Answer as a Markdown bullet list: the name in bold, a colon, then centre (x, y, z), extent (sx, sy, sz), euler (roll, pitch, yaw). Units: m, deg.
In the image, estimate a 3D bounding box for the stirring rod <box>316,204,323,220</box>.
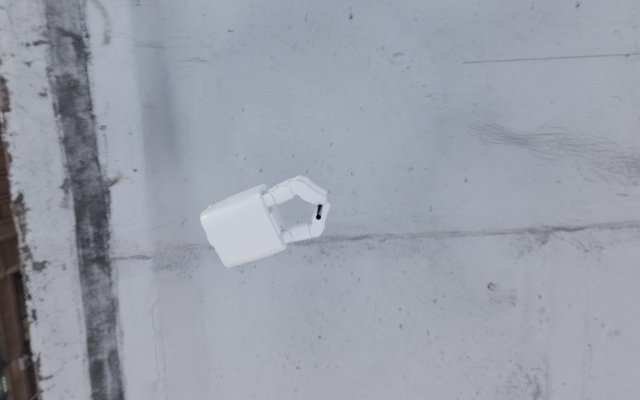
- **stirring rod**: centre (0.000, 0.003, 0.784), extent (0.011, 0.011, 0.239), euler (0, 10, 1)
